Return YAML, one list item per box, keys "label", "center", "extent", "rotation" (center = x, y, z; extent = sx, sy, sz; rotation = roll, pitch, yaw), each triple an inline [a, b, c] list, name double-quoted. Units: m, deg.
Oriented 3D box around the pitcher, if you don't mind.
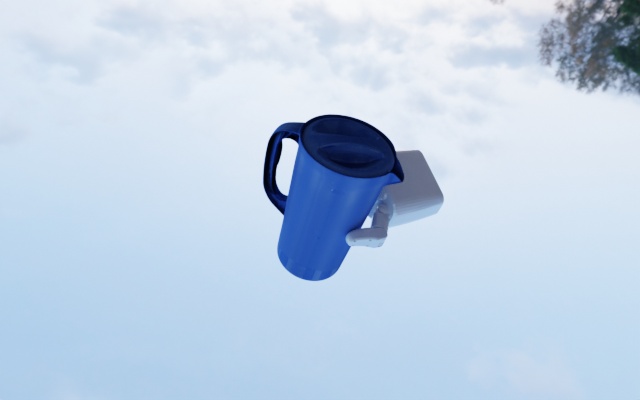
- label: "pitcher"
  center: [0.000, 0.002, 0.697]
  extent: [0.145, 0.243, 0.149]
  rotation: [-11, 50, -30]
